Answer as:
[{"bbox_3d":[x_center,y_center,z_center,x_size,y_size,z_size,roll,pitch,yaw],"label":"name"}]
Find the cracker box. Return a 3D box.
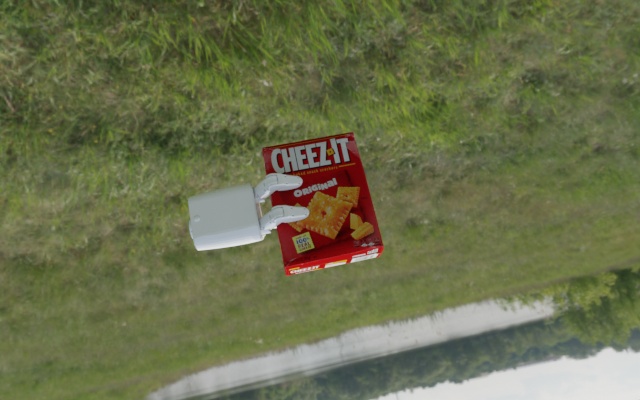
[{"bbox_3d":[0.000,0.003,0.801,0.164,0.213,0.072,-11,-19,-6],"label":"cracker box"}]
